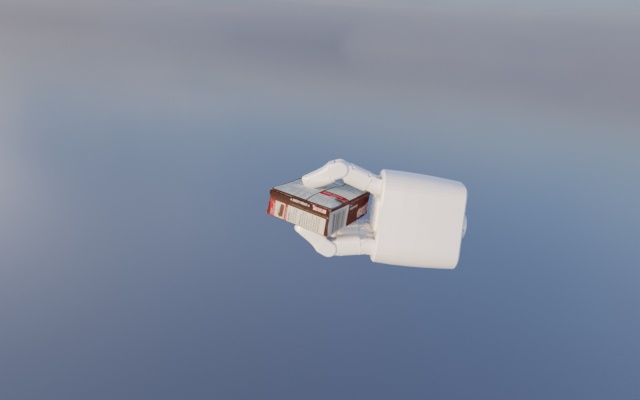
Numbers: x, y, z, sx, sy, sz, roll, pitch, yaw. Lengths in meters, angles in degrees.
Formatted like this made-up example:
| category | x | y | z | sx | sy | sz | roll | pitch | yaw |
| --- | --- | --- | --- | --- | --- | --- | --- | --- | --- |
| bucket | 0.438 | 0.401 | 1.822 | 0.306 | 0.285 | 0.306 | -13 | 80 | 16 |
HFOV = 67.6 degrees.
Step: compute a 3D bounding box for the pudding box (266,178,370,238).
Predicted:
| category | x | y | z | sx | sy | sz | roll | pitch | yaw |
| --- | --- | --- | --- | --- | --- | --- | --- | --- | --- |
| pudding box | 0.000 | 0.002 | 0.612 | 0.090 | 0.039 | 0.113 | 19 | 20 | 26 |
